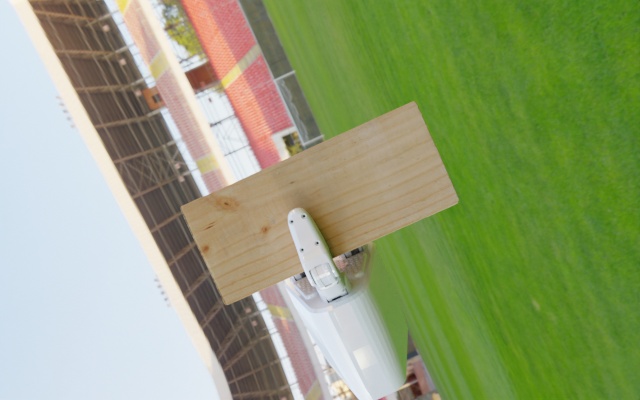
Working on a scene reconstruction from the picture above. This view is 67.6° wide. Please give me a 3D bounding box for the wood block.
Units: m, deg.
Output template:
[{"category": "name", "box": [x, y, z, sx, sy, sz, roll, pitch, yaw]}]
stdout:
[{"category": "wood block", "box": [0.000, 0.002, 0.422, 0.206, 0.090, 0.091, -24, 2, 2]}]
